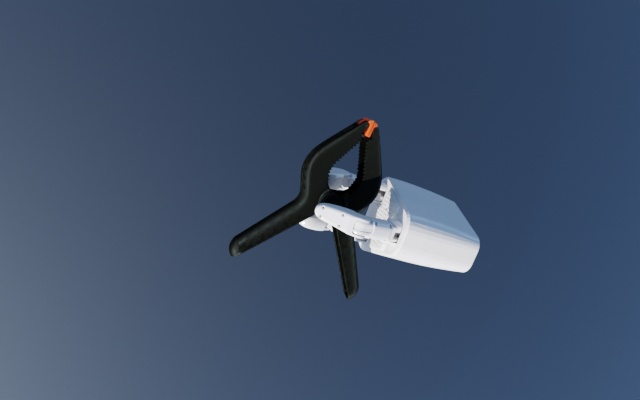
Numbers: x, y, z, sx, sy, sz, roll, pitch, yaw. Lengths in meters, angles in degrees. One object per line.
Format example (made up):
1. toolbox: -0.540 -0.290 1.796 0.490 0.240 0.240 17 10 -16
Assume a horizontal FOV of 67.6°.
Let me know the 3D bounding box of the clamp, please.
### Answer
1. clamp: 0.001 0.002 0.538 0.164 0.210 0.036 16 11 -19
